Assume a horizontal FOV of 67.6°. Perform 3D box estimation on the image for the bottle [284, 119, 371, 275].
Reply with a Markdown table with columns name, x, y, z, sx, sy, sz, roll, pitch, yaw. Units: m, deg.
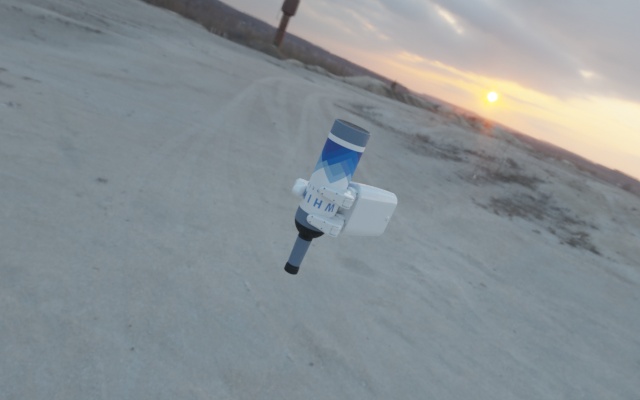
| name | x | y | z | sx | sy | sz | roll | pitch | yaw |
| --- | --- | --- | --- | --- | --- | --- | --- | --- | --- |
| bottle | 0.000 | 0.003 | 0.856 | 0.069 | 0.296 | 0.069 | 22 | 16 | -7 |
